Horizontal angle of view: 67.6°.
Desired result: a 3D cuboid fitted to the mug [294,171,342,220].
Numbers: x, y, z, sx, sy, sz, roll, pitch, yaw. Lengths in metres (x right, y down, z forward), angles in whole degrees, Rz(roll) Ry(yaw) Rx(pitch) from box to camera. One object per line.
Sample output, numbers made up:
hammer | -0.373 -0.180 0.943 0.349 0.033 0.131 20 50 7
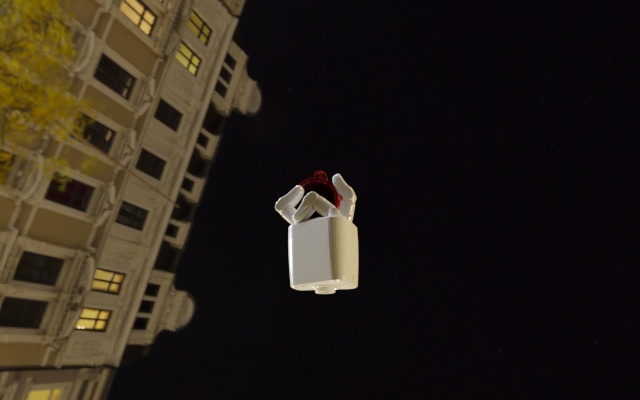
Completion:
mug | 0.000 0.002 0.890 0.093 0.117 0.081 -7 -20 19
